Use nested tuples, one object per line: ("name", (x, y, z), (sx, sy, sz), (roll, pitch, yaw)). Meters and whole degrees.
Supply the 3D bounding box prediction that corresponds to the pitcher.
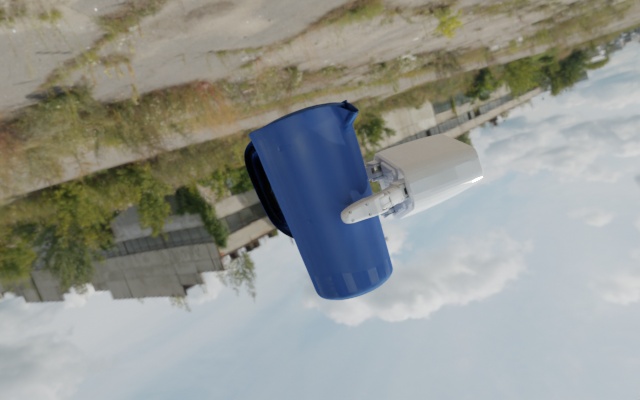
("pitcher", (0.000, 0.002, 0.629), (0.145, 0.243, 0.149), (-21, 8, -11))
